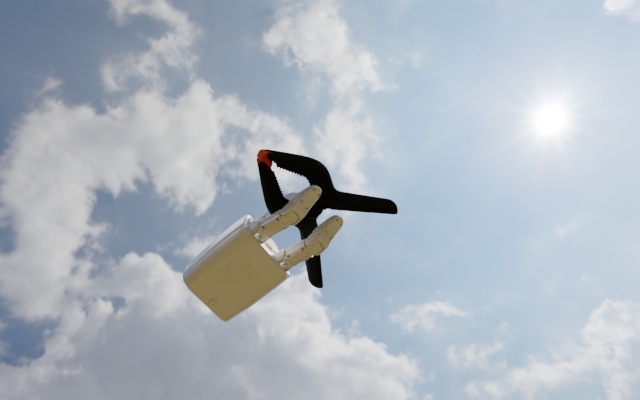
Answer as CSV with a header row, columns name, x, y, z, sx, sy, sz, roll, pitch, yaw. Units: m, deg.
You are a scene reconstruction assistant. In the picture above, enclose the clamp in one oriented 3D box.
name,x,y,z,sx,sy,sz,roll,pitch,yaw
clamp,-0.001,0.002,0.642,0.164,0.210,0.036,-39,26,-3
